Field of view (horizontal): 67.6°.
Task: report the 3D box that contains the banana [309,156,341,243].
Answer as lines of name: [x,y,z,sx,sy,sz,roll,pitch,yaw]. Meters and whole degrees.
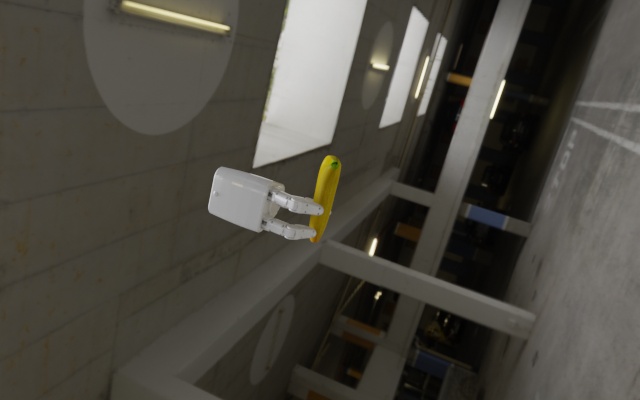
banana: [0.006,-0.011,0.861,0.037,0.198,0.069,18,42,7]
